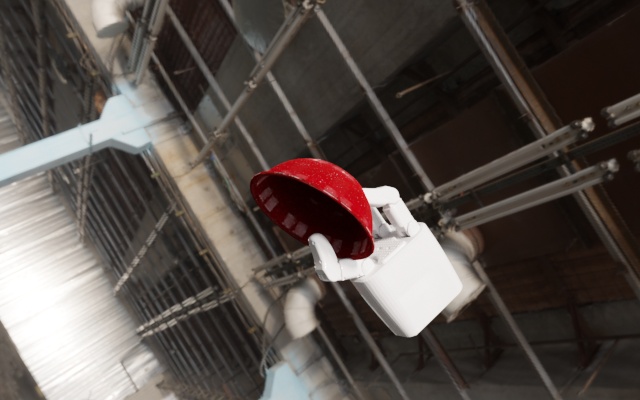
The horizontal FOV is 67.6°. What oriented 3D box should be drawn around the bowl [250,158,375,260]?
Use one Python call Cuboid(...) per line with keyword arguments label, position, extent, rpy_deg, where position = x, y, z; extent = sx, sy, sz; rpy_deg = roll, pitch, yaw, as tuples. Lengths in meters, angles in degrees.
Cuboid(label="bowl", position=(0.000, 0.001, 0.555), extent=(0.162, 0.055, 0.162), rpy_deg=(25, -26, 13))
